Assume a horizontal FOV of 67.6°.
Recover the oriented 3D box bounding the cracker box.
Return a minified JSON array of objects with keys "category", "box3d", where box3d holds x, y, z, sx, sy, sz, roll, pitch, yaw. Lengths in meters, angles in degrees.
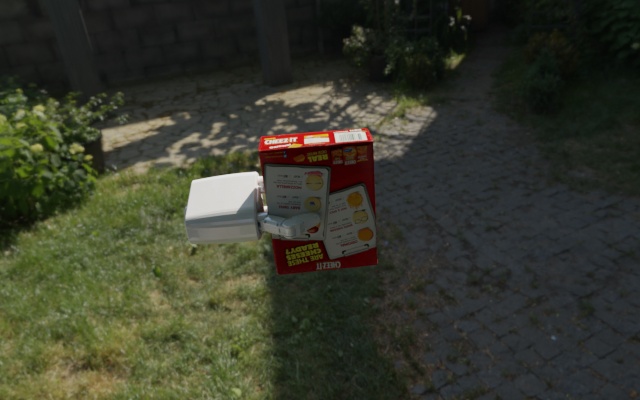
[{"category":"cracker box","box3d":[0.000,0.002,0.738,0.164,0.214,0.072,-6,28,0]}]
